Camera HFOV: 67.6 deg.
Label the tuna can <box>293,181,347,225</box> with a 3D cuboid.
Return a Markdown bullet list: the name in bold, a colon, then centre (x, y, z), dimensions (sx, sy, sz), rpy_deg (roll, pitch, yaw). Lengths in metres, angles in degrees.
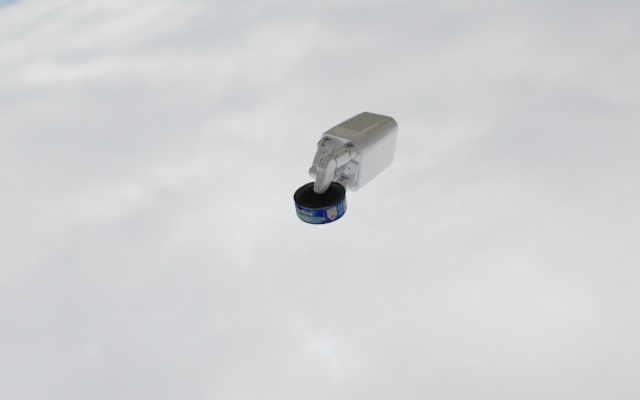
- **tuna can**: centre (0.000, 0.003, 0.773), dimensions (0.086, 0.034, 0.086), rpy_deg (-6, 32, 4)
